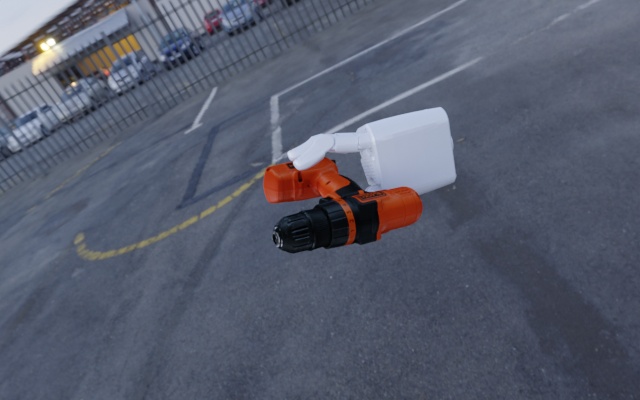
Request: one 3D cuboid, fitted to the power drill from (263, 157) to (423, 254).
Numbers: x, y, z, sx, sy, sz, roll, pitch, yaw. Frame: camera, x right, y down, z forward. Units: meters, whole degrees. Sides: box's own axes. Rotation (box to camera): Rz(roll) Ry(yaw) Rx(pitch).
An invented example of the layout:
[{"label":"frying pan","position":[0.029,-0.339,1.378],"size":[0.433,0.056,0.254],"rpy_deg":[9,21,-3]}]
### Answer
[{"label":"power drill","position":[0.000,0.002,0.582],"size":[0.184,0.057,0.187],"rpy_deg":[-11,24,-27]}]
